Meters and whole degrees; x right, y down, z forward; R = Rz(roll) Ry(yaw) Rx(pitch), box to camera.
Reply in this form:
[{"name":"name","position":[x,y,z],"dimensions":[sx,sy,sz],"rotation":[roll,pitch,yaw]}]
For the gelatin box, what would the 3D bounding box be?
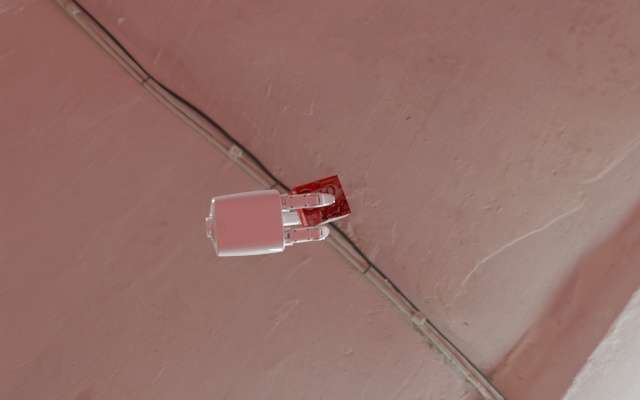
[{"name":"gelatin box","position":[0.000,0.003,0.824],"dimensions":[0.089,0.073,0.030],"rotation":[-17,-7,-26]}]
